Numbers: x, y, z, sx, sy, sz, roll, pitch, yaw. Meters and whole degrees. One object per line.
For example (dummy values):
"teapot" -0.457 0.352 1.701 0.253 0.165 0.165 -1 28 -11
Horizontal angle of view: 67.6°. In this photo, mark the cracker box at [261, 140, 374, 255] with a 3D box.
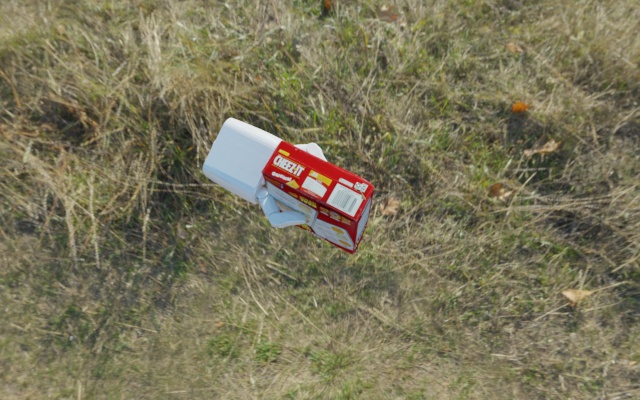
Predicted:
"cracker box" 0.000 0.003 0.801 0.164 0.072 0.214 27 -16 11
